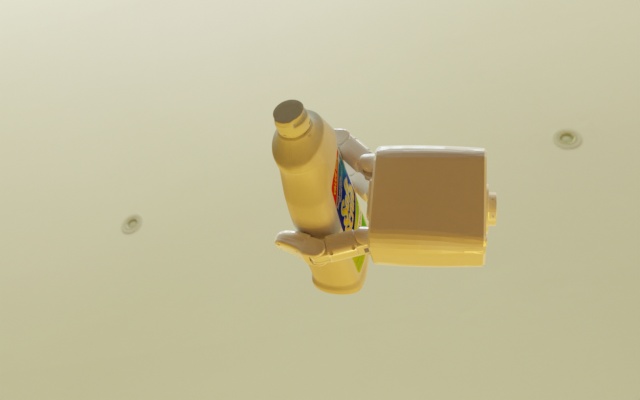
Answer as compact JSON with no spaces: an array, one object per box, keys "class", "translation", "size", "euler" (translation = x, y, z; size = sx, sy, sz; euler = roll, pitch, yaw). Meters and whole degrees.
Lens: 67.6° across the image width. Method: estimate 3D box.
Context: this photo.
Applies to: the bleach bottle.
[{"class":"bleach bottle","translation":[0.000,0.002,0.503],"size":[0.068,0.102,0.251],"euler":[2,-34,18]}]
